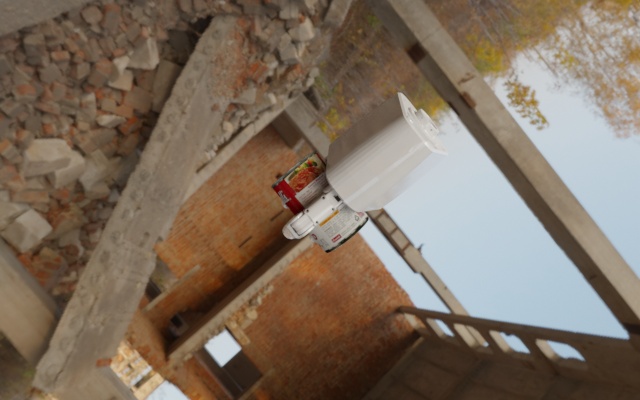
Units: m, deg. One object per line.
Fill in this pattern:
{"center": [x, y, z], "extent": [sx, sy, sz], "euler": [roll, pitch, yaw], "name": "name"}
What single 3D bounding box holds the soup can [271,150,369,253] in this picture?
{"center": [0.000, 0.002, 0.559], "extent": [0.068, 0.102, 0.068], "euler": [-39, 3, 2], "name": "soup can"}
